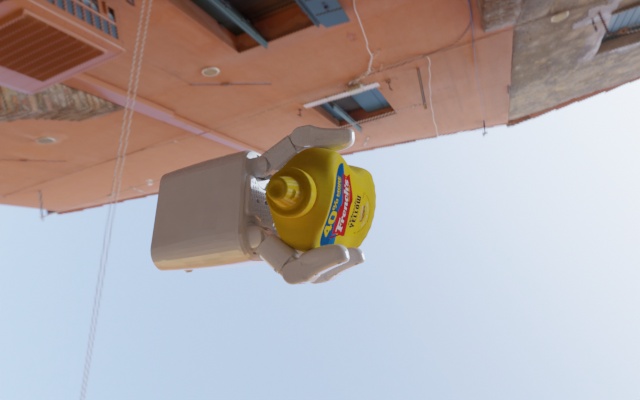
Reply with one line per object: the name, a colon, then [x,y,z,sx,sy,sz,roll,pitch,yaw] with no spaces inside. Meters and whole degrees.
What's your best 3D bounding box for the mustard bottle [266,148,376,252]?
mustard bottle: [0.000,0.002,0.450,0.058,0.096,0.191,15,-1,22]
